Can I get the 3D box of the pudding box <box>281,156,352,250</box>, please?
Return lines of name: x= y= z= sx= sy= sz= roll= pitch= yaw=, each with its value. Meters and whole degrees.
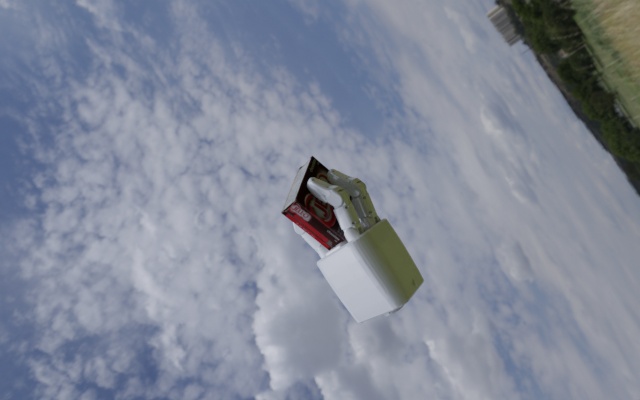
pudding box: x=0.000 y=0.002 z=0.676 sx=0.039 sy=0.090 sz=0.113 roll=-39 pitch=21 yaw=31
